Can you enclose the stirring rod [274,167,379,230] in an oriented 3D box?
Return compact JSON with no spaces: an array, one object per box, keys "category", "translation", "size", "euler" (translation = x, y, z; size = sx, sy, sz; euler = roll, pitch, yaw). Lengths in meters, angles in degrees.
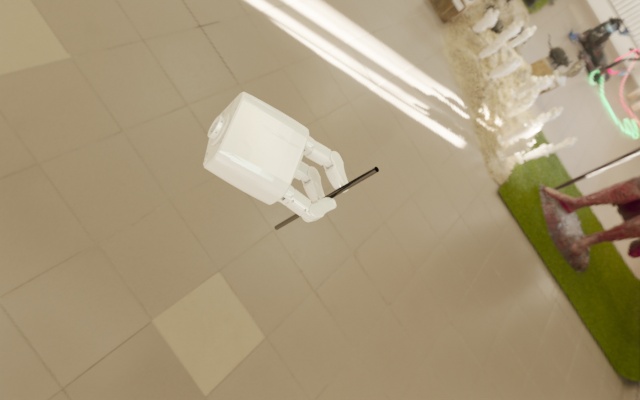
[{"category":"stirring rod","translation":[0.000,0.002,0.708],"size":[0.011,0.011,0.239],"euler":[0,-21,-41]}]
